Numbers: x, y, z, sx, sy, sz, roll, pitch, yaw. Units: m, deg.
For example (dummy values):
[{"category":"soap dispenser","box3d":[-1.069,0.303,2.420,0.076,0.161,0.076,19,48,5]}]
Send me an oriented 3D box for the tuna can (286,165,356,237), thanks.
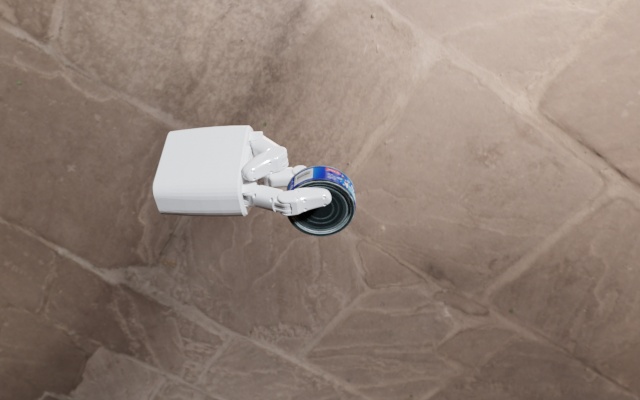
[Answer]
[{"category":"tuna can","box3d":[0.000,0.002,0.578,0.086,0.086,0.033,0,35,1]}]
